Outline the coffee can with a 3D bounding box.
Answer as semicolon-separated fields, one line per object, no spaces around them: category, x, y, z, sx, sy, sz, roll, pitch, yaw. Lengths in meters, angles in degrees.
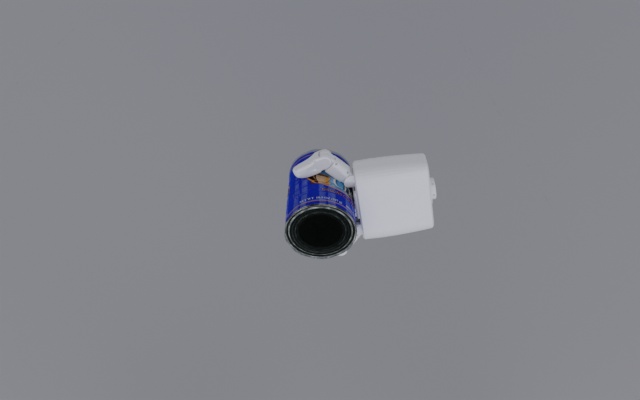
coffee can;0.000;0.002;0.718;0.103;0.103;0.140;0;39;0
